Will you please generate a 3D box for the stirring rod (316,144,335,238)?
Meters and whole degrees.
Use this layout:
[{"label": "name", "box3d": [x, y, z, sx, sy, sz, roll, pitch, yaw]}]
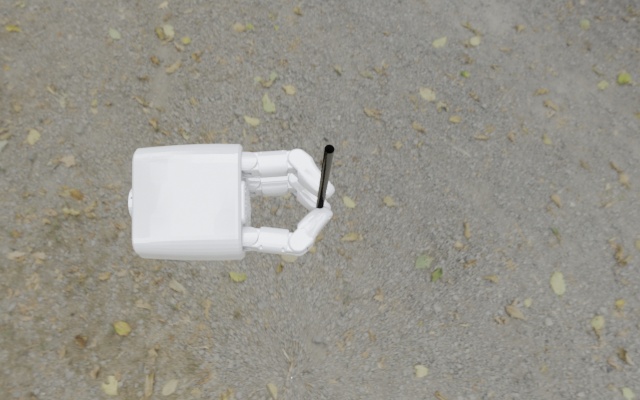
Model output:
[{"label": "stirring rod", "box3d": [0.000, 0.002, 0.485, 0.011, 0.011, 0.240, 0, -20, -4]}]
